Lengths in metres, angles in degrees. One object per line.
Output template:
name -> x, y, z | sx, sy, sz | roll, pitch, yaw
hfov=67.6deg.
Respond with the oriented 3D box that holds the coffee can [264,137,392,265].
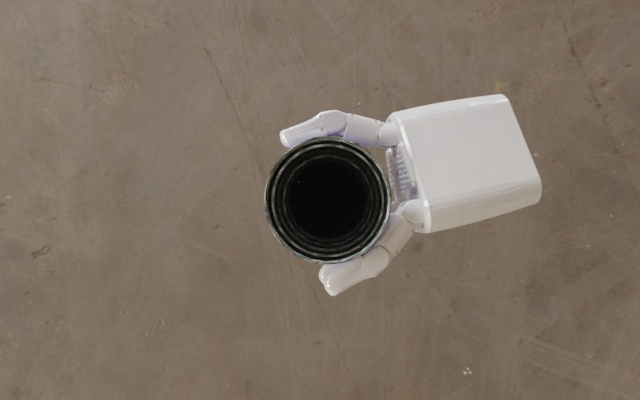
coffee can -> 0.000, 0.001, 0.447 | 0.103, 0.103, 0.140 | 0, -1, -5
